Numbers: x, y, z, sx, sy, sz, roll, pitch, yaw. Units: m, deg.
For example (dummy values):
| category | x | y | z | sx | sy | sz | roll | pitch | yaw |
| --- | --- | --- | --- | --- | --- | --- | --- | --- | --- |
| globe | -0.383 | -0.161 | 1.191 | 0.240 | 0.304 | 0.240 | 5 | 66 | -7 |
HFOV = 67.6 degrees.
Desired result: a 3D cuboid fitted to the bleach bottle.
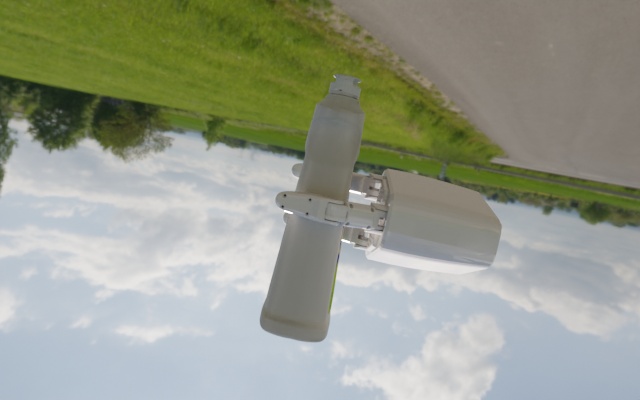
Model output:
| category | x | y | z | sx | sy | sz | roll | pitch | yaw |
| --- | --- | --- | --- | --- | --- | --- | --- | --- | --- |
| bleach bottle | 0.000 | 0.002 | 0.473 | 0.068 | 0.251 | 0.102 | 12 | 4 | 0 |
